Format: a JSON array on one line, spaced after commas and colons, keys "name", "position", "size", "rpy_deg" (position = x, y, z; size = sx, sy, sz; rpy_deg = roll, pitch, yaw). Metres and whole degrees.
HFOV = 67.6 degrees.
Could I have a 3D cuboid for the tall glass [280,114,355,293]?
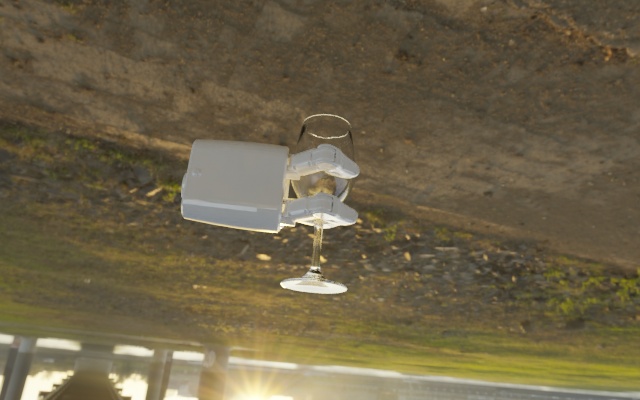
[{"name": "tall glass", "position": [0.000, 0.003, 0.559], "size": [0.079, 0.201, 0.079], "rpy_deg": [5, -20, 2]}]
